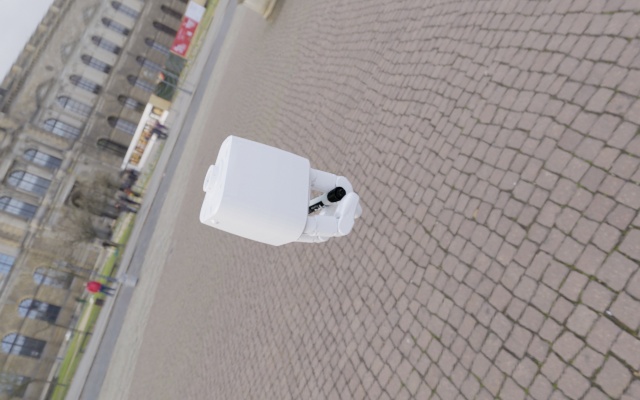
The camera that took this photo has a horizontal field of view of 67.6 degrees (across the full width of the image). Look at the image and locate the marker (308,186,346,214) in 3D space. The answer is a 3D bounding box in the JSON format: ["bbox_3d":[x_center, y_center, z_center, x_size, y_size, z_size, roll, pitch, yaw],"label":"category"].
[{"bbox_3d":[0.000,0.002,0.655,0.020,0.020,0.121,0,-12,-28],"label":"marker"}]
